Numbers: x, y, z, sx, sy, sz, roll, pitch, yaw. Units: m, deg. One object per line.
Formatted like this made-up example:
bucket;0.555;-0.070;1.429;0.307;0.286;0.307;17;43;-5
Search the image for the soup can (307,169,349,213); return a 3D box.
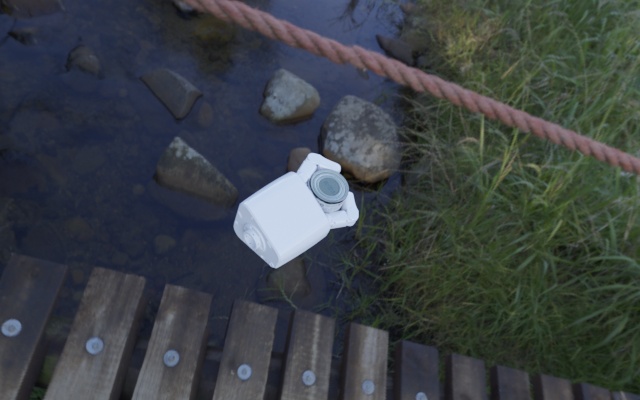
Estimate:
soup can;0.001;0.002;0.803;0.068;0.068;0.102;0;-32;-20
